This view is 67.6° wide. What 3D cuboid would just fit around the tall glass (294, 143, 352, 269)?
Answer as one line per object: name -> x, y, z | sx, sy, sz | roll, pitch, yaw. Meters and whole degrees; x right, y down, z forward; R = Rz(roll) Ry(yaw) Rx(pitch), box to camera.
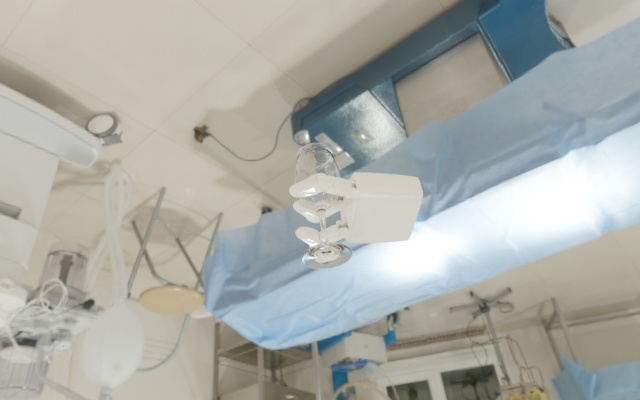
tall glass -> 0.000, 0.003, 0.753 | 0.079, 0.201, 0.079 | -5, -36, -4
